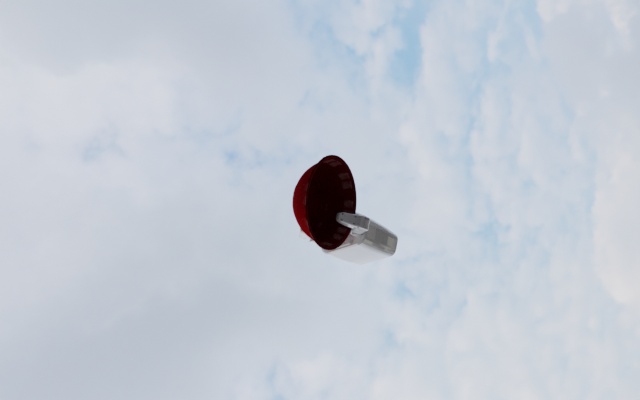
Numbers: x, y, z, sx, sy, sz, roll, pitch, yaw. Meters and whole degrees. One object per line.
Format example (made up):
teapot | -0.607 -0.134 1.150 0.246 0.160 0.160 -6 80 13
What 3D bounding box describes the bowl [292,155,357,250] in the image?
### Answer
bowl | -0.001 0.002 0.821 0.055 0.162 0.162 3 1 33
